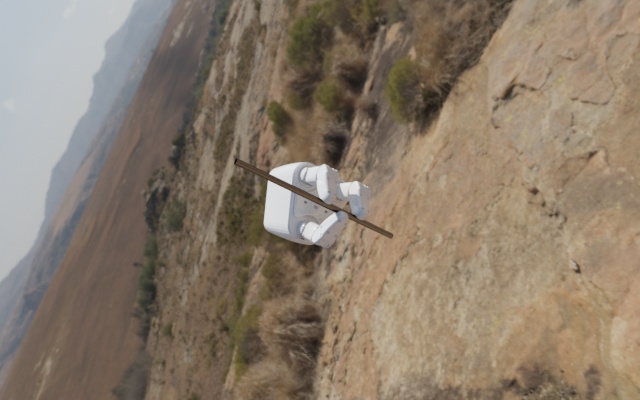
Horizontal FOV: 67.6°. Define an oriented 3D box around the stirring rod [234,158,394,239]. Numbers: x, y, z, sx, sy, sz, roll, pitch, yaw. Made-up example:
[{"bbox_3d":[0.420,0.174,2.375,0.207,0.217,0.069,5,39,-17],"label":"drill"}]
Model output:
[{"bbox_3d":[0.000,0.002,0.599,0.239,0.011,0.011,26,-12,-26],"label":"stirring rod"}]
